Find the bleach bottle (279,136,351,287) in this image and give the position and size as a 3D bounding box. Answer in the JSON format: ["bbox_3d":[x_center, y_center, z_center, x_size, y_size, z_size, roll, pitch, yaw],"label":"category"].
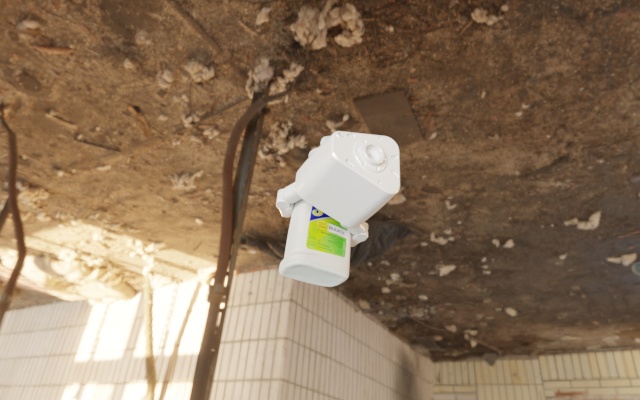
[{"bbox_3d":[0.000,0.003,0.750,0.102,0.250,0.068,19,-34,-23],"label":"bleach bottle"}]
